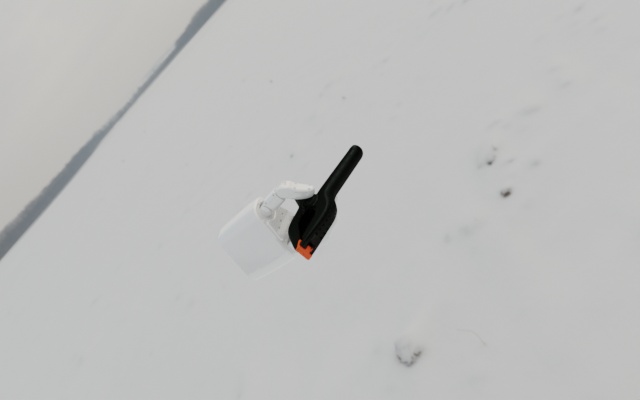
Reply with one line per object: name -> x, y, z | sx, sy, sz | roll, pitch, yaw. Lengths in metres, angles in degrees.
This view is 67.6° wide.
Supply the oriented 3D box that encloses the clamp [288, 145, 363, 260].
clamp -> -0.001, 0.002, 0.766 | 0.164, 0.209, 0.036 | -35, -63, 29
